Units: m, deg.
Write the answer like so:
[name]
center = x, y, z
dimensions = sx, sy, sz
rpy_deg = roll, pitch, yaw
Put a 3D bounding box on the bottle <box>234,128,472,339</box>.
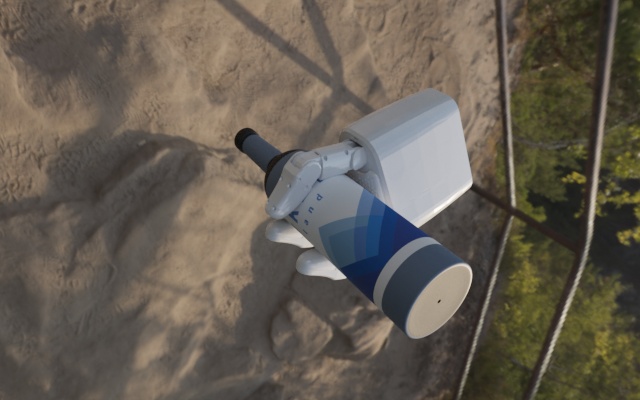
[bottle]
center = 0.000, 0.002, 0.434
dimensions = 0.069, 0.069, 0.295
rpy_deg = 0, 28, -41
